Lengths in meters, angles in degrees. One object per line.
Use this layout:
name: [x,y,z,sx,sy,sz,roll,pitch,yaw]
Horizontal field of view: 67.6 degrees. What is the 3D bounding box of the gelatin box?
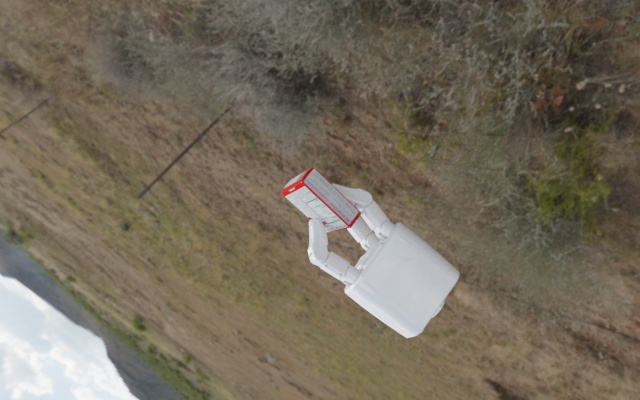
gelatin box: [0.000,0.002,0.623,0.089,0.030,0.073,42,-24,-12]
